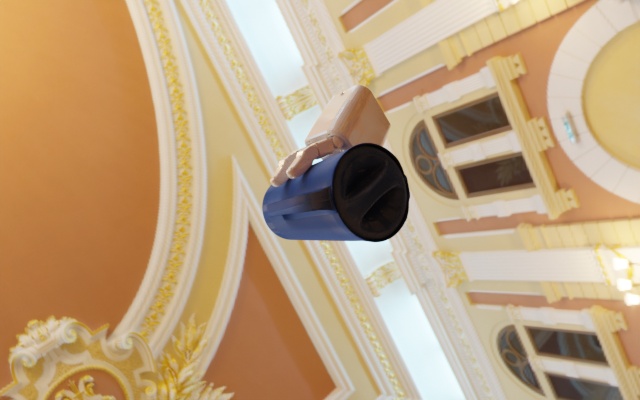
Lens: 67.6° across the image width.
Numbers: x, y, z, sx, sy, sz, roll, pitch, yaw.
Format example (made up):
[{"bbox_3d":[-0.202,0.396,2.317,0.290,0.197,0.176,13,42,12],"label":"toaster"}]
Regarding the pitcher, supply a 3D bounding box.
[{"bbox_3d":[0.000,0.002,0.721,0.149,0.145,0.243,39,-26,-23],"label":"pitcher"}]
